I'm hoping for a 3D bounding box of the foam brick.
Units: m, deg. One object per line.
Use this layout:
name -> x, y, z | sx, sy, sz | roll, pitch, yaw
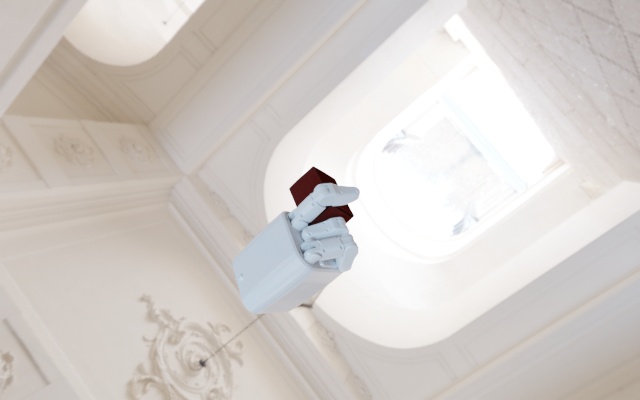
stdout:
foam brick -> 0.000, 0.002, 0.654 | 0.051, 0.078, 0.053 | -42, -44, 19
